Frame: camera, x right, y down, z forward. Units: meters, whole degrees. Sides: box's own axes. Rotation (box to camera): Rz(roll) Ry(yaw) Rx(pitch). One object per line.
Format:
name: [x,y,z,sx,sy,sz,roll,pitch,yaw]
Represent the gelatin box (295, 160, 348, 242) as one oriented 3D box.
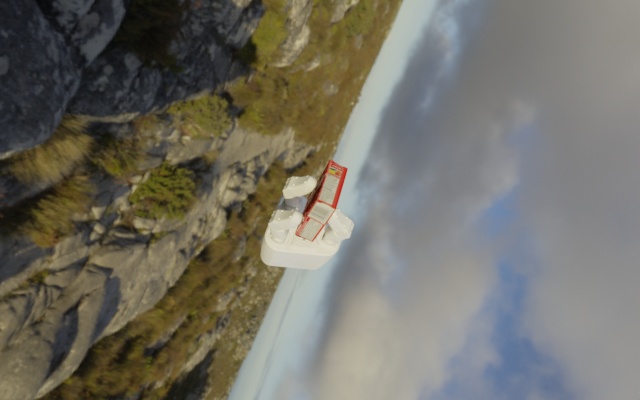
gelatin box: [0.001,0.002,0.630,0.030,0.073,0.089,25,-39,-7]
